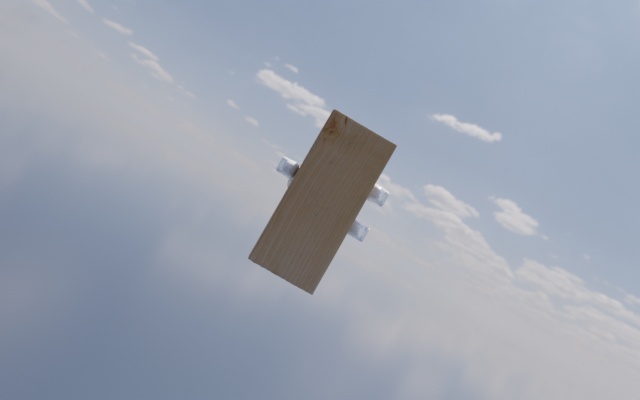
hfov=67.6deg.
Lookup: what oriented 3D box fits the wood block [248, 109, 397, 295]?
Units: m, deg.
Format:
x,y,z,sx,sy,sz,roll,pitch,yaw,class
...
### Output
x,y,z,sx,sy,sz,roll,pitch,yaw,class
0.000,0.002,0.608,0.091,0.206,0.090,30,-2,-4,wood block
